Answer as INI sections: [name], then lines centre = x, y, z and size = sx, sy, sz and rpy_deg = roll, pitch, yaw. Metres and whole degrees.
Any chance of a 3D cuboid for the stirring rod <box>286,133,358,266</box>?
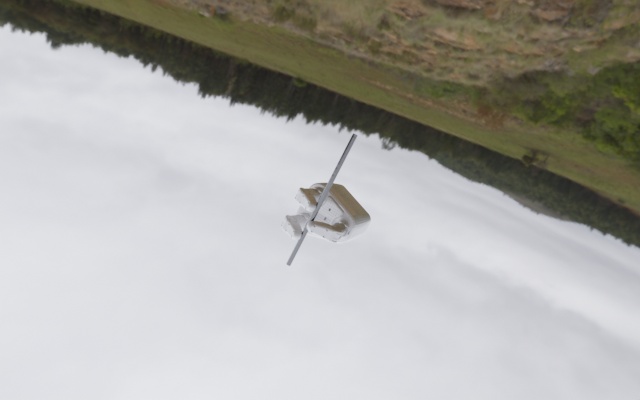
[stirring rod]
centre = 0.000, 0.002, 0.762
size = 0.011, 0.239, 0.011
rpy_deg = 25, 14, -7
